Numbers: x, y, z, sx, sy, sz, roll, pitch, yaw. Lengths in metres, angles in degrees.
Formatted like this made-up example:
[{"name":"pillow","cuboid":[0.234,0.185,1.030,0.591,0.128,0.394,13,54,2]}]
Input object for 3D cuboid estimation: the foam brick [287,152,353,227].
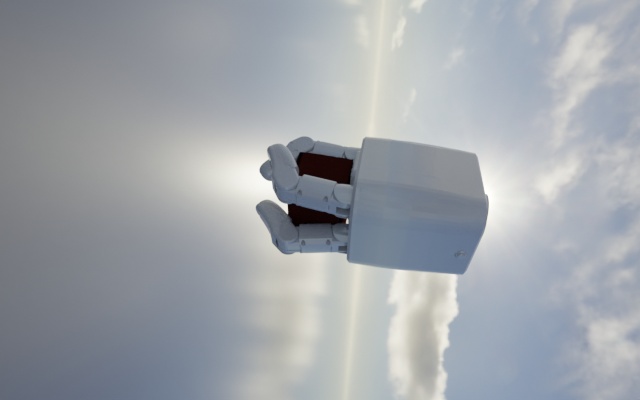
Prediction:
[{"name":"foam brick","cuboid":[0.000,0.002,0.453,0.051,0.053,0.078,9,-37,7]}]
